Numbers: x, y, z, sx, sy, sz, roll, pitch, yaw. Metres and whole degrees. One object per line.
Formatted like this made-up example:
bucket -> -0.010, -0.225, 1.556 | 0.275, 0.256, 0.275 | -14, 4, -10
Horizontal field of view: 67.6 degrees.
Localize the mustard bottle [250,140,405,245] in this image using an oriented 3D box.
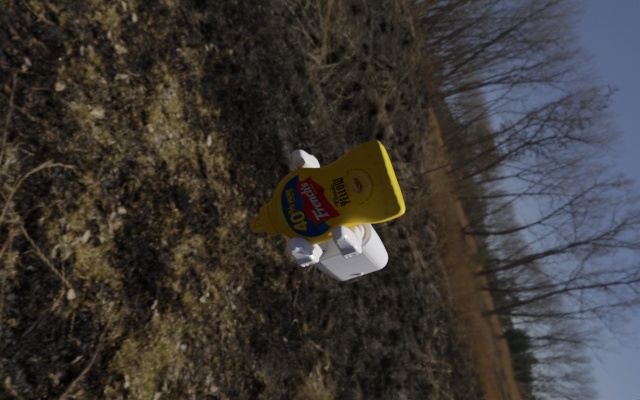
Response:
mustard bottle -> 0.000, 0.002, 0.592 | 0.191, 0.096, 0.058 | -20, -7, 14
